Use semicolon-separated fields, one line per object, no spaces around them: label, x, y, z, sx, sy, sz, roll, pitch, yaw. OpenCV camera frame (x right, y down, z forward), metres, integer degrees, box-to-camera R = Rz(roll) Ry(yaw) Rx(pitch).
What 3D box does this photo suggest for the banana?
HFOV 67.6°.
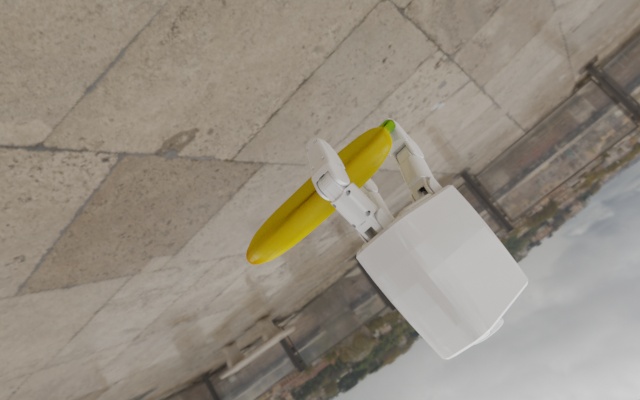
banana;-0.001;-0.001;0.438;0.198;0.037;0.069;-42;-7;7
